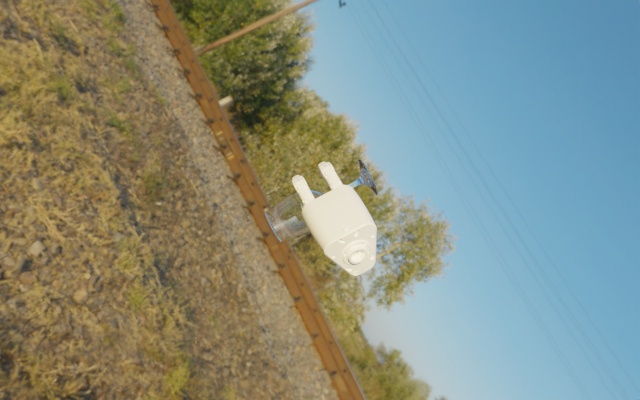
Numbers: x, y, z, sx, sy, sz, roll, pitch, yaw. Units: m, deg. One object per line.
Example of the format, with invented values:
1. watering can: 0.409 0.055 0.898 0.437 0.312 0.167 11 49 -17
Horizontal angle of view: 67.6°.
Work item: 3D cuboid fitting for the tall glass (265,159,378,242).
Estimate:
1. tall glass: 0.001 0.003 0.877 0.201 0.079 0.079 -28 1 -2
